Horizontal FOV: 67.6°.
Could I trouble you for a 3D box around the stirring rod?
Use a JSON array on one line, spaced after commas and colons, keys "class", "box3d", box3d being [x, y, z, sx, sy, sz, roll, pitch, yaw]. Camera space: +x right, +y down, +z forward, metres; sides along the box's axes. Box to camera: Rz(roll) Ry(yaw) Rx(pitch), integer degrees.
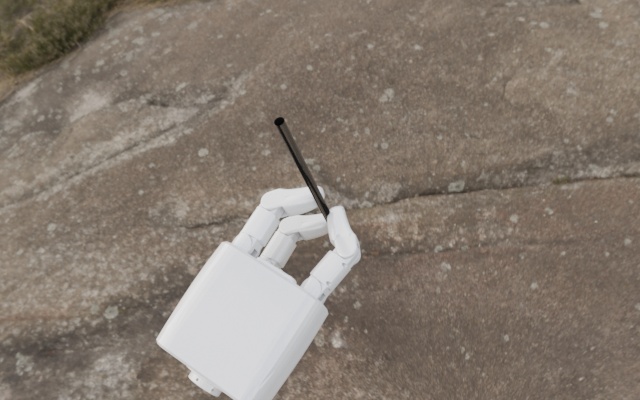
[{"class": "stirring rod", "box3d": [0.000, 0.002, 0.448, 0.011, 0.011, 0.240, 0, -29, 17]}]
